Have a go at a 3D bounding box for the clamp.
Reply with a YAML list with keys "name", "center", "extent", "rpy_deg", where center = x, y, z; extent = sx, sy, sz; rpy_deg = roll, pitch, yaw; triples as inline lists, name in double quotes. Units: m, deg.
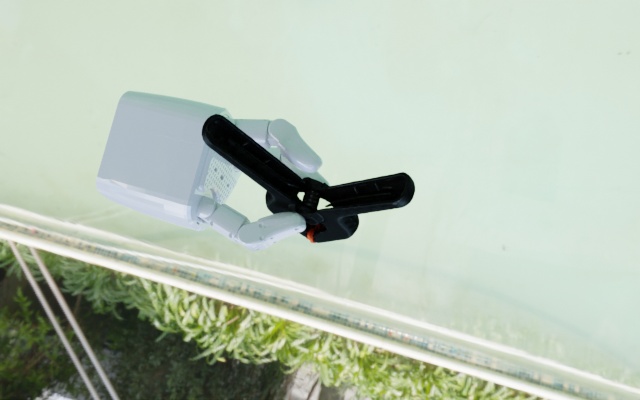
- name: "clamp"
  center: [0.000, 0.002, 0.429]
  extent: [0.164, 0.036, 0.210]
  rpy_deg: [17, -18, 14]
